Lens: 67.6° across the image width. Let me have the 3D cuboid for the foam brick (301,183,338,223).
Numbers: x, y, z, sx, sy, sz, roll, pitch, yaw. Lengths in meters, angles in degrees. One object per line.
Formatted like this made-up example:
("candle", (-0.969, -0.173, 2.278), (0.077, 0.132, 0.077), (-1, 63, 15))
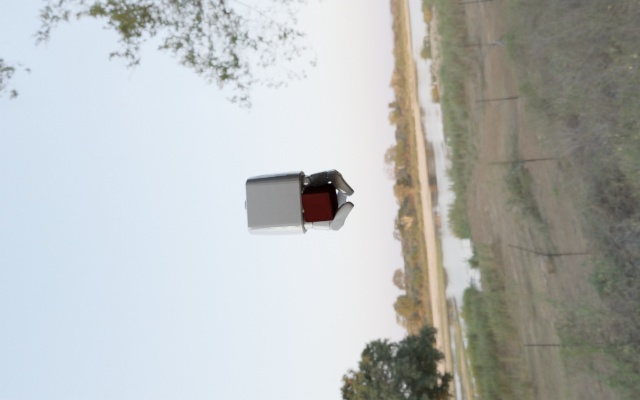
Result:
("foam brick", (0.000, 0.003, 0.852), (0.051, 0.053, 0.078), (-5, 13, 10))
